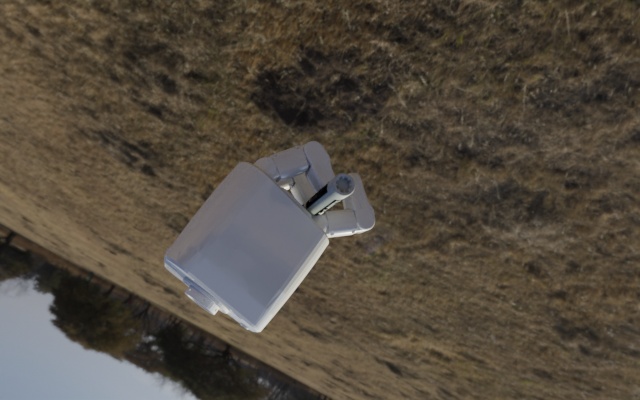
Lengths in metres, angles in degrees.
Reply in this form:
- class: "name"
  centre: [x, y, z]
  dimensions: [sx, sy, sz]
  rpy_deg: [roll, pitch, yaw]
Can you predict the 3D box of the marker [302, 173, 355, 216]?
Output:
- class: "marker"
  centre: [0.000, 0.001, 0.427]
  dimensions: [0.020, 0.020, 0.121]
  rpy_deg: [0, -13, -18]
